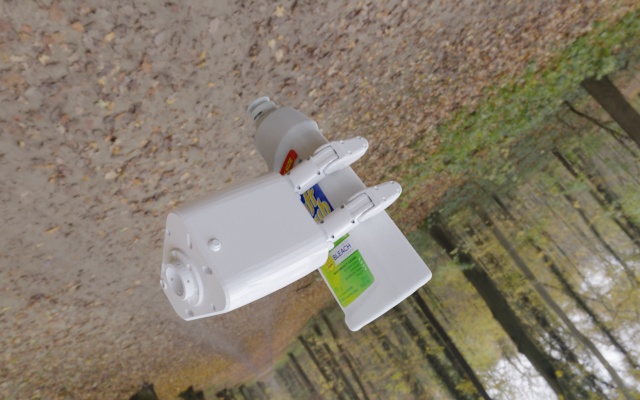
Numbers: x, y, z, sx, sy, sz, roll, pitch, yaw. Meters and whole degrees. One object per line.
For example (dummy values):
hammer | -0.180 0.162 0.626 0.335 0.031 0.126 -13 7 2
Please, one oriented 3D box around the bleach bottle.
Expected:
bleach bottle | 0.000 0.002 0.490 0.068 0.250 0.103 -24 -18 -41
